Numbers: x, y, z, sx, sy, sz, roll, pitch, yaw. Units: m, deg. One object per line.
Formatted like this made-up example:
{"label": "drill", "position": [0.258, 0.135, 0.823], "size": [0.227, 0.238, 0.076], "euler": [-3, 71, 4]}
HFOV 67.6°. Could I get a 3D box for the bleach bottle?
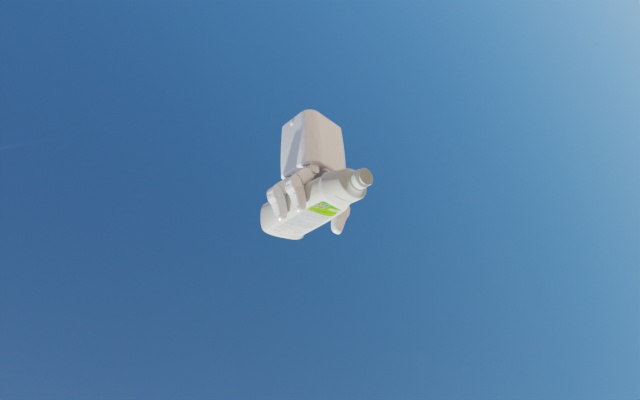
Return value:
{"label": "bleach bottle", "position": [0.000, 0.003, 0.827], "size": [0.102, 0.068, 0.251], "euler": [13, -25, -36]}
